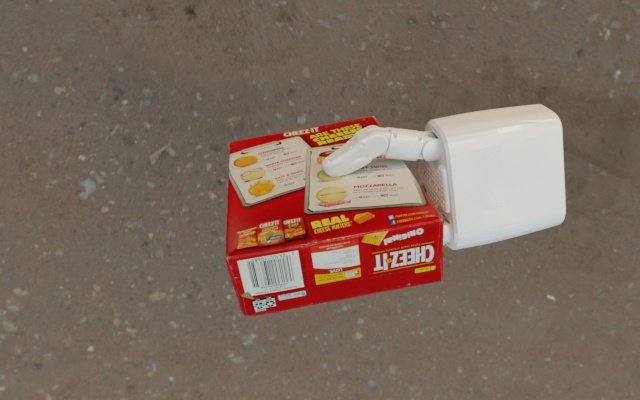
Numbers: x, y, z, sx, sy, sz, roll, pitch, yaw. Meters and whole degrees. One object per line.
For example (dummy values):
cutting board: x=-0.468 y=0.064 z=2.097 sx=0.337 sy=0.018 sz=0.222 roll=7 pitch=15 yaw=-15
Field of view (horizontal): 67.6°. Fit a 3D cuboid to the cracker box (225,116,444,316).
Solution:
cracker box: x=0.000 y=0.001 z=0.449 sx=0.164 sy=0.072 sz=0.213 roll=-10 pitch=31 yaw=-4
